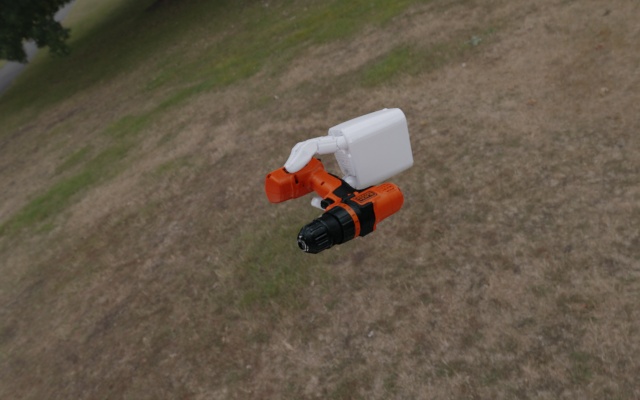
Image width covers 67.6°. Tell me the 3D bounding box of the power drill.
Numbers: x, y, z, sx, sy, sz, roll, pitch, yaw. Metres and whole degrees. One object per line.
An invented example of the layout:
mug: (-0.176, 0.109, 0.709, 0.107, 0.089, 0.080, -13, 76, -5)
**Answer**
power drill: (0.000, 0.002, 0.708, 0.184, 0.057, 0.187, -24, 36, -34)
